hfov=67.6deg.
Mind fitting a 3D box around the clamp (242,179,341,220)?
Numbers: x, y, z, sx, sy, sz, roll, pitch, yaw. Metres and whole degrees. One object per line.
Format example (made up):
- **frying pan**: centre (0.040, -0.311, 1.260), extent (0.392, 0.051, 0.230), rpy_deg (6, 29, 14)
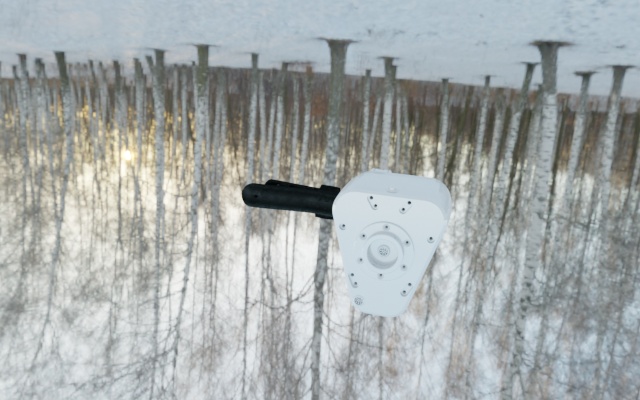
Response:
- **clamp**: centre (0.000, 0.002, 0.520), extent (0.171, 0.039, 0.120), rpy_deg (8, 11, 13)
